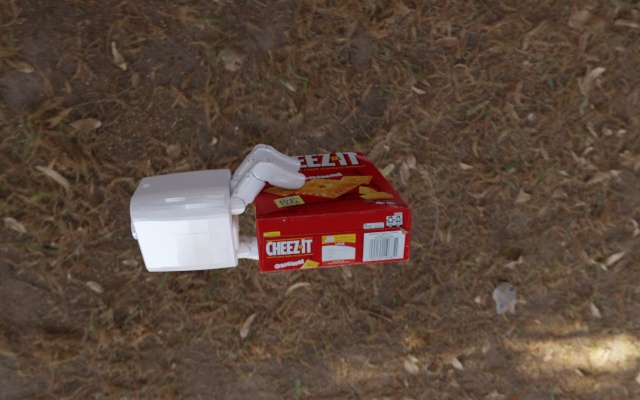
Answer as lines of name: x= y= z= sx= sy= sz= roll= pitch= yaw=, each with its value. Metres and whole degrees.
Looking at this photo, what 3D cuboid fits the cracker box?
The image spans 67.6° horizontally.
cracker box: x=0.000 y=0.002 z=0.587 sx=0.164 sy=0.072 sz=0.213 roll=-4 pitch=23 yaw=-8
